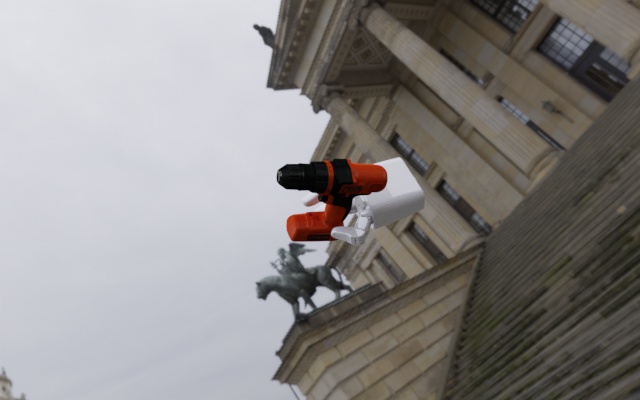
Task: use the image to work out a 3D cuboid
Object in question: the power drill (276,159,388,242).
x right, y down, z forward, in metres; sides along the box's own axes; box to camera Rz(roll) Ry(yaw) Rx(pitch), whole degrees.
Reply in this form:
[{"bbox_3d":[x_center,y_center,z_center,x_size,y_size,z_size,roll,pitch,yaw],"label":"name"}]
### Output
[{"bbox_3d":[0.000,0.003,0.804,0.184,0.057,0.188,1,-33,-20],"label":"power drill"}]
